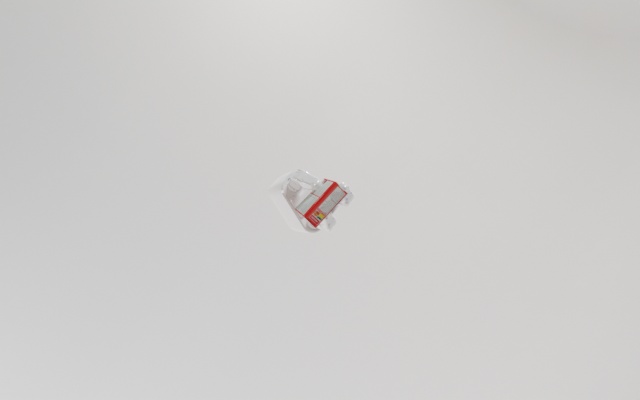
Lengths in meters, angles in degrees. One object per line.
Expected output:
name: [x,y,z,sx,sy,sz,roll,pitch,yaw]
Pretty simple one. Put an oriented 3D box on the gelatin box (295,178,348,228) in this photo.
gelatin box: [0.000,0.002,0.762,0.030,0.073,0.089,44,-4,-12]
